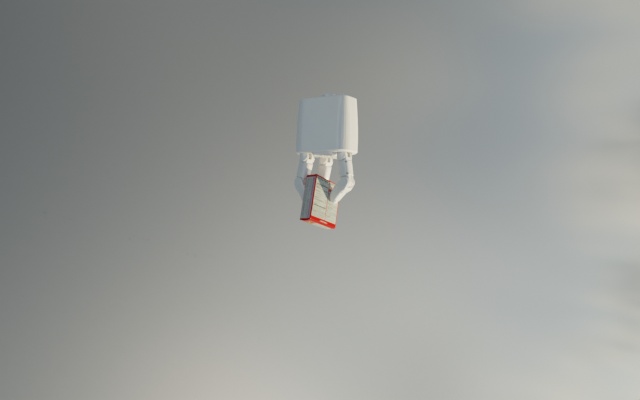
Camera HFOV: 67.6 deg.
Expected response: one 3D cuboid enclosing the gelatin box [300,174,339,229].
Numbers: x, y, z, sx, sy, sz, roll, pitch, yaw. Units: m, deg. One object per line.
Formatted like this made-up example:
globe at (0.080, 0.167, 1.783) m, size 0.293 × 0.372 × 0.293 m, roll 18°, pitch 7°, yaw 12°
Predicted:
gelatin box at (0.000, 0.003, 0.899) m, size 0.030 × 0.089 × 0.073 m, roll -6°, pitch -20°, yaw 41°
